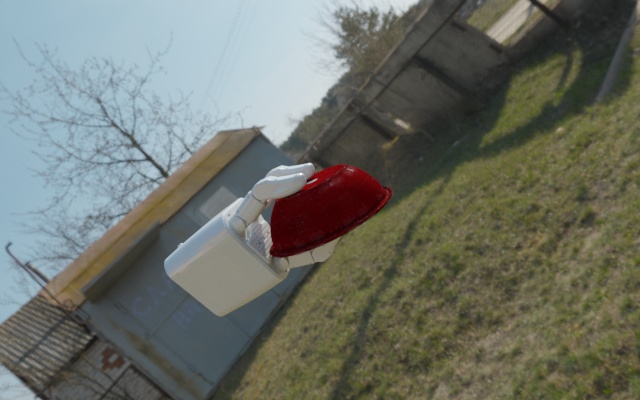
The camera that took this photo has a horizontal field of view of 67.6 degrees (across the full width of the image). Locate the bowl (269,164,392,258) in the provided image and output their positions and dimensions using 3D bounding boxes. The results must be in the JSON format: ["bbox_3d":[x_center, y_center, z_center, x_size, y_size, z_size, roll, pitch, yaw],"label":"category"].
[{"bbox_3d":[0.001,0.001,0.560,0.162,0.055,0.162,-26,11,5],"label":"bowl"}]
